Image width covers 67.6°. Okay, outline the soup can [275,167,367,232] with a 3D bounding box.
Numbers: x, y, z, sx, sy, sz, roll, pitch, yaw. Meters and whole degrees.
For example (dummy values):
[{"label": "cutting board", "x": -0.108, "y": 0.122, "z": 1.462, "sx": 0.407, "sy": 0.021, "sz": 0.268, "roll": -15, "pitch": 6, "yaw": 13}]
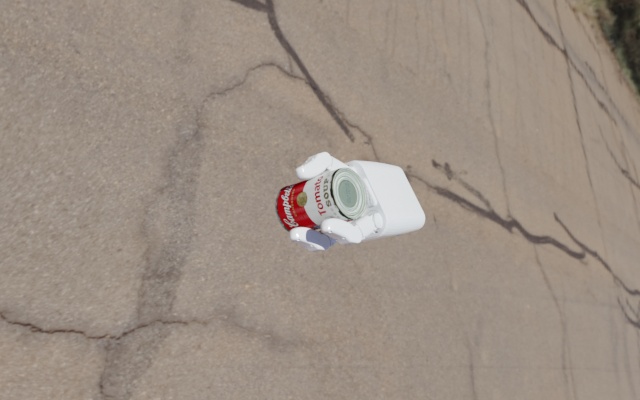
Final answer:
[{"label": "soup can", "x": 0.000, "y": 0.002, "z": 0.615, "sx": 0.102, "sy": 0.068, "sz": 0.068, "roll": -16, "pitch": -11, "yaw": 41}]
